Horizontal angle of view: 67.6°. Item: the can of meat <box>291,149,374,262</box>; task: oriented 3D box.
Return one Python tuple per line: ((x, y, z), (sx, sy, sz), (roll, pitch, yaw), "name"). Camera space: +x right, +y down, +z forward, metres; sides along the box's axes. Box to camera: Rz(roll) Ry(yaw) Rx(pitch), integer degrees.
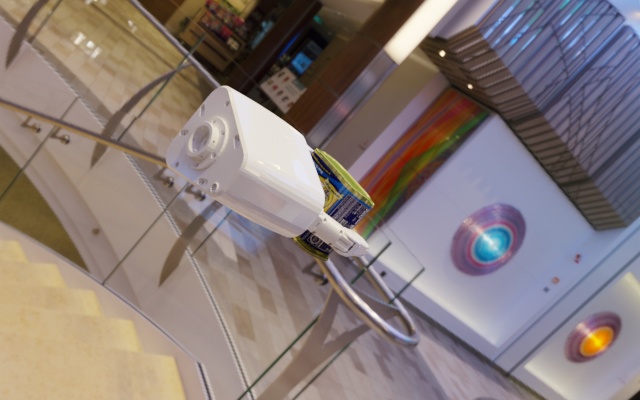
((0.000, 0.002, 0.529), (0.057, 0.084, 0.102), (31, 15, -45), "can of meat")
